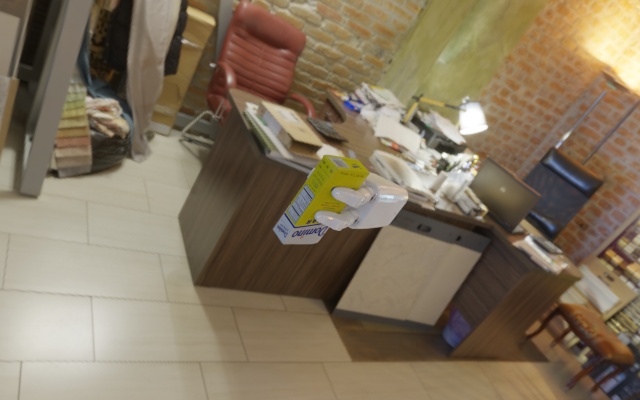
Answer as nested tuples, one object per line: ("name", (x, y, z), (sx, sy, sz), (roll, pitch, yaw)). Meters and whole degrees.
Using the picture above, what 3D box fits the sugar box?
("sugar box", (0.001, 0.003, 0.836), (0.093, 0.176, 0.048), (4, 37, -47))
